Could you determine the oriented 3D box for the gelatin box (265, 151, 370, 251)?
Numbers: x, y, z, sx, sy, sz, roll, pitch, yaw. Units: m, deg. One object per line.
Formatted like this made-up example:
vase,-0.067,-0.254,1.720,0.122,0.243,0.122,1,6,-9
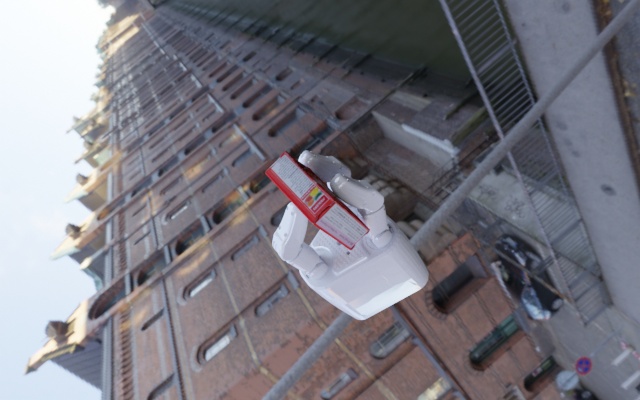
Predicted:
gelatin box,0.000,0.002,0.433,0.073,0.030,0.089,46,5,32
